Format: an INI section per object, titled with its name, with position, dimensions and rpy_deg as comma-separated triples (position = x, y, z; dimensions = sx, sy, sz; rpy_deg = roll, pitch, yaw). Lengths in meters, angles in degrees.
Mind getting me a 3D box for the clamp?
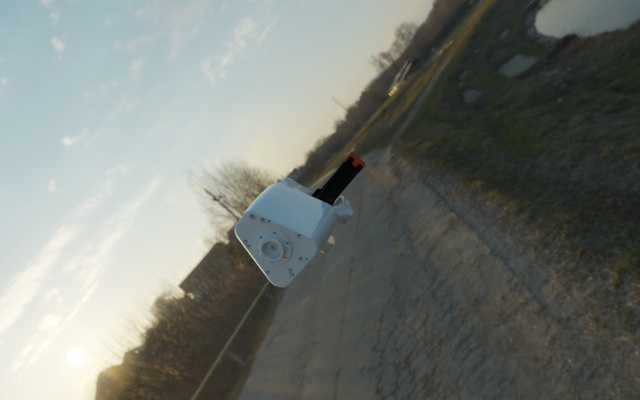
[clamp]
position = 0.000, 0.002, 0.769
dimensions = 0.036, 0.210, 0.164
rpy_deg = 39, 24, -3
